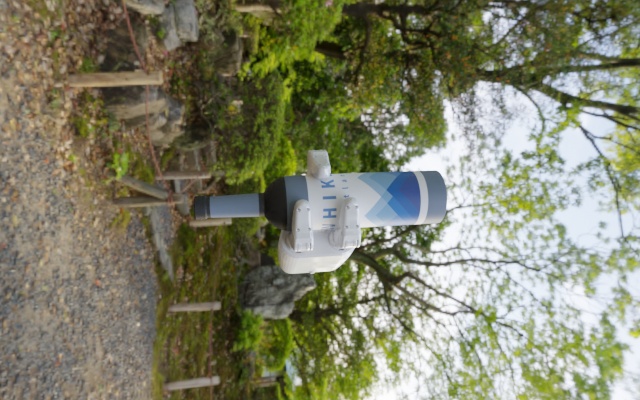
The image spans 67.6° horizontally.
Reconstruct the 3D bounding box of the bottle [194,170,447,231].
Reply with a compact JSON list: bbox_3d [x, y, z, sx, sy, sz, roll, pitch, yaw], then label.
[{"bbox_3d":[0.000,0.002,0.575,0.296,0.069,0.069,-3,0,-9],"label":"bottle"}]
